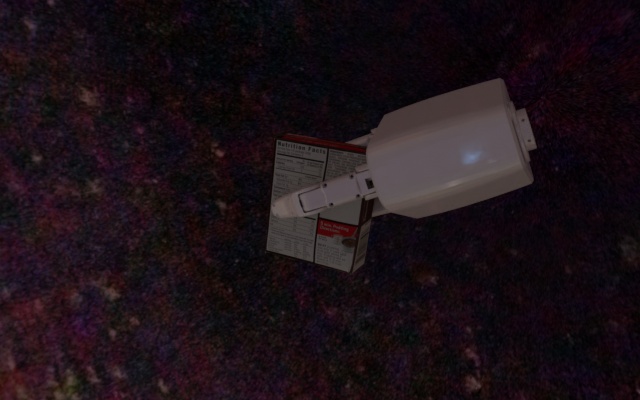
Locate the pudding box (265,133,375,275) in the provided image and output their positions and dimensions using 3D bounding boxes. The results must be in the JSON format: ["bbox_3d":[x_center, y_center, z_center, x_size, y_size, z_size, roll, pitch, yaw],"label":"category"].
[{"bbox_3d":[0.000,0.001,0.430,0.090,0.113,0.039,13,15,19],"label":"pudding box"}]
